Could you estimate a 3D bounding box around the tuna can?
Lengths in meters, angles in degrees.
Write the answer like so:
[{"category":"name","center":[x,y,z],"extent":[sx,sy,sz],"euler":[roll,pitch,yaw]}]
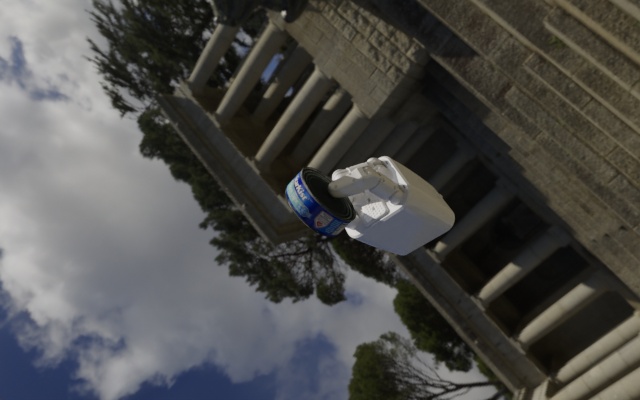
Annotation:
[{"category":"tuna can","center":[0.000,0.002,0.569],"extent":[0.034,0.086,0.086],"euler":[-45,-20,21]}]
